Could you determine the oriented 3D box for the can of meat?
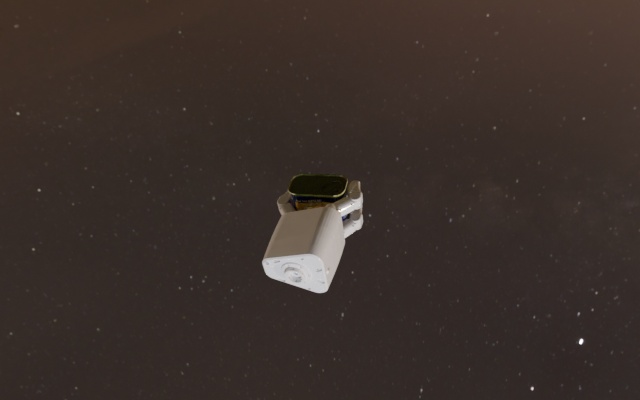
[{"bbox_3d":[0.000,0.003,0.849,0.102,0.084,0.057,2,42,14],"label":"can of meat"}]
